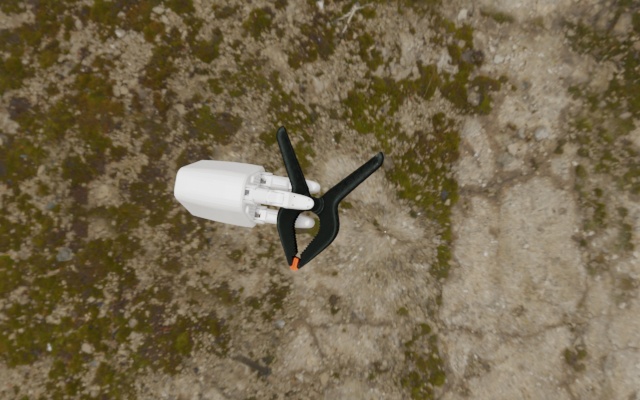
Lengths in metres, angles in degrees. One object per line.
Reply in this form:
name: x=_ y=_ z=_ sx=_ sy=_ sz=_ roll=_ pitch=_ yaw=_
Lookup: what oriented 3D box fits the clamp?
clamp: x=0.000 y=0.003 z=0.706 sx=0.164 sy=0.210 sz=0.036 roll=9 pitch=-2 yaw=8
